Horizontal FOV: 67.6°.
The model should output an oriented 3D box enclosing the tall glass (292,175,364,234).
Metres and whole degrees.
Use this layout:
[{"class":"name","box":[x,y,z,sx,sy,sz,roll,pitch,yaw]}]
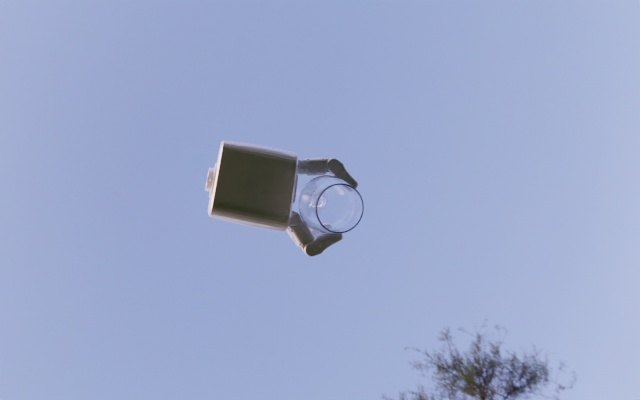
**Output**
[{"class":"tall glass","box":[0.000,0.002,0.678,0.079,0.079,0.201,0,4,-14]}]
